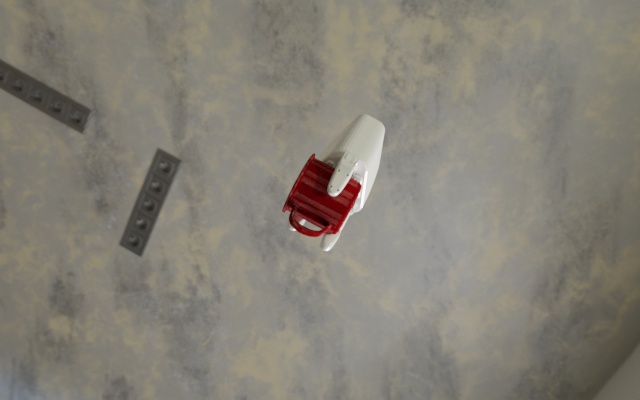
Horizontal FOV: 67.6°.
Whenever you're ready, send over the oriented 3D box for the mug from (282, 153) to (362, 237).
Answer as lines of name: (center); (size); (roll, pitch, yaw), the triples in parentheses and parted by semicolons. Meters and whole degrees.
mug: (0.000, 0.003, 0.652); (0.081, 0.117, 0.093); (28, -42, 1)
